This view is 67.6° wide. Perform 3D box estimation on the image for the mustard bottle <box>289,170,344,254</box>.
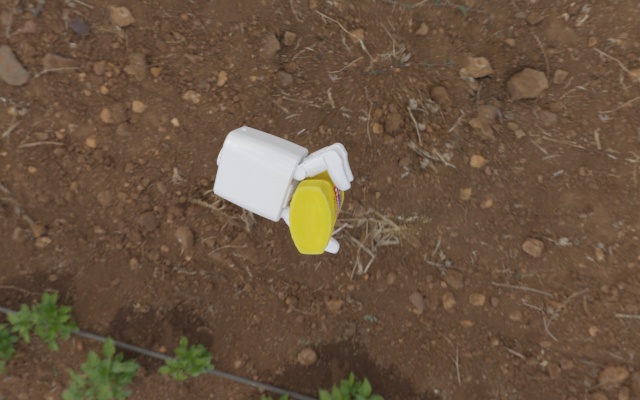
[{"bbox_3d":[0.000,0.002,0.703,0.058,0.096,0.191,-1,15,9],"label":"mustard bottle"}]
